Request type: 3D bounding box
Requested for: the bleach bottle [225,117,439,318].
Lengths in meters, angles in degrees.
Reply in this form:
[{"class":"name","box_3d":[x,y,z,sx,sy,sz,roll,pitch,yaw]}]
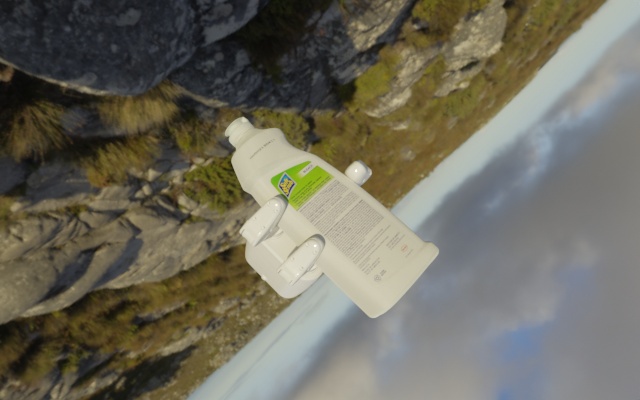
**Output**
[{"class":"bleach bottle","box_3d":[0.000,0.002,0.510,0.102,0.251,0.068,-41,-8,-28]}]
